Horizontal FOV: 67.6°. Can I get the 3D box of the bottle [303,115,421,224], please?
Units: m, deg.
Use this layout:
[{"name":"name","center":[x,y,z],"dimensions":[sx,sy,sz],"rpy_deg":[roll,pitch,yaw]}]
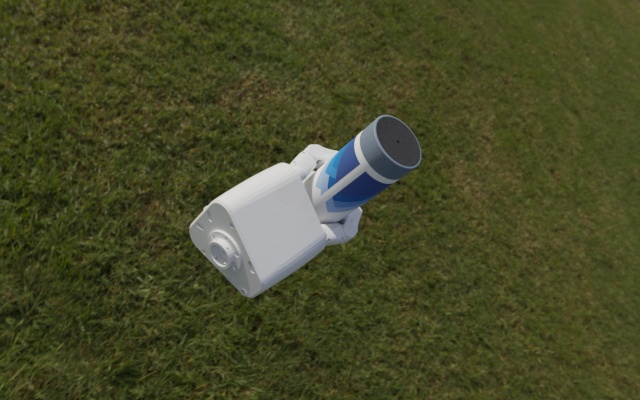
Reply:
[{"name":"bottle","center":[0.000,0.002,0.605],"dimensions":[0.069,0.069,0.296],"rpy_deg":[0,-26,-38]}]
